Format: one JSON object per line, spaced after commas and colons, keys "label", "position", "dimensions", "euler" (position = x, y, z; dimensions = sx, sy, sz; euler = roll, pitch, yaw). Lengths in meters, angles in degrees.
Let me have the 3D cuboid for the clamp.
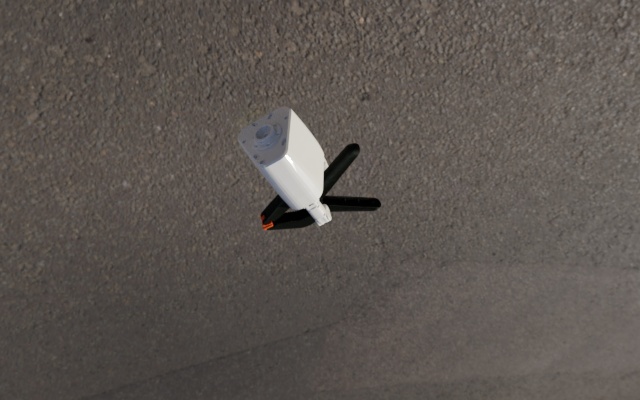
{"label": "clamp", "position": [0.000, 0.003, 0.816], "dimensions": [0.210, 0.036, 0.165], "euler": [-28, -43, 10]}
